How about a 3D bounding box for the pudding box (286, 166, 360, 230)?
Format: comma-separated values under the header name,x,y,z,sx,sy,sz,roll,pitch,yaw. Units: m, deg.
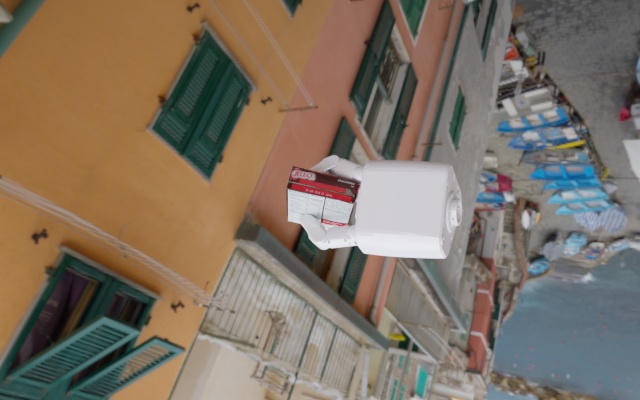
name,x,y,z,sx,sy,sz,roll,pitch,yaw
pudding box,0.000,0.002,0.646,0.090,0.039,0.113,14,-26,3
